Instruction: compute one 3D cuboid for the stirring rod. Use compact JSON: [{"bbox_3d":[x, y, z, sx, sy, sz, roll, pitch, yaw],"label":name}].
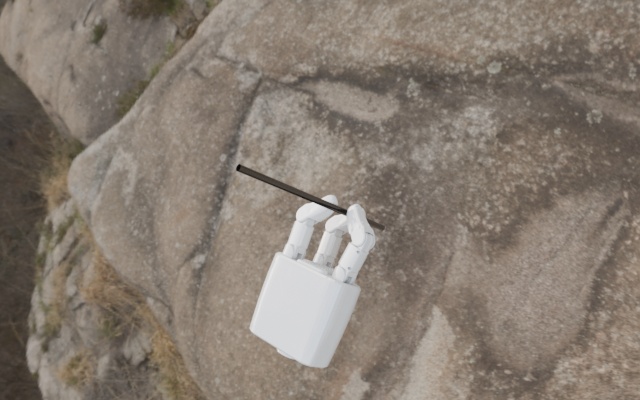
[{"bbox_3d":[0.000,0.002,0.565,0.239,0.011,0.011,23,-16,-41],"label":"stirring rod"}]
